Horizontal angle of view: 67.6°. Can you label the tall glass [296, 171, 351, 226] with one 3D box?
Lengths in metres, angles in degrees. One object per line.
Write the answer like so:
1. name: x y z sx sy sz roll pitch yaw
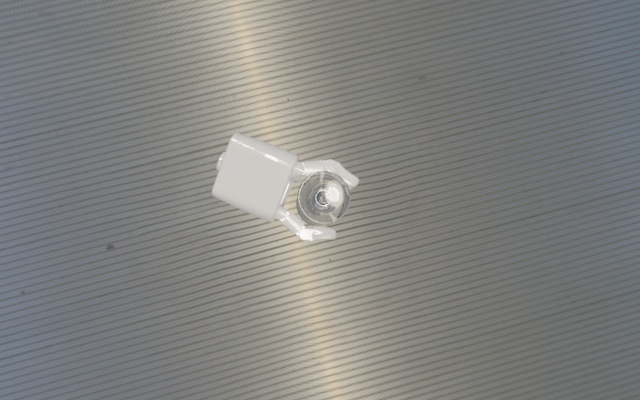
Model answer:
1. tall glass: 0.000 0.003 0.760 0.079 0.079 0.201 0 -4 -2
